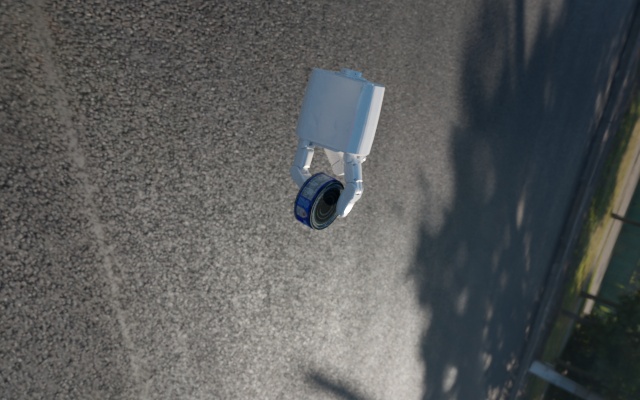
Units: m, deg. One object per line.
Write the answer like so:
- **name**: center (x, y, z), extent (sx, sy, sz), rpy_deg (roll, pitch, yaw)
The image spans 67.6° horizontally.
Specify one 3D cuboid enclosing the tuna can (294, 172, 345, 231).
- **tuna can**: center (0.001, 0.003, 0.733), extent (0.033, 0.086, 0.086), rpy_deg (29, 16, 32)
